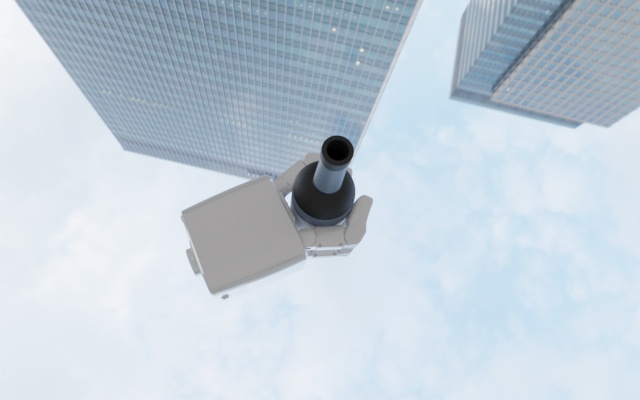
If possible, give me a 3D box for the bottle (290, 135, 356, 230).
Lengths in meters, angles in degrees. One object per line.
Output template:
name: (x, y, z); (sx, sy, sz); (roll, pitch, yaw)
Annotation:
bottle: (0.000, 0.002, 0.533); (0.069, 0.069, 0.296); (0, -17, -6)
